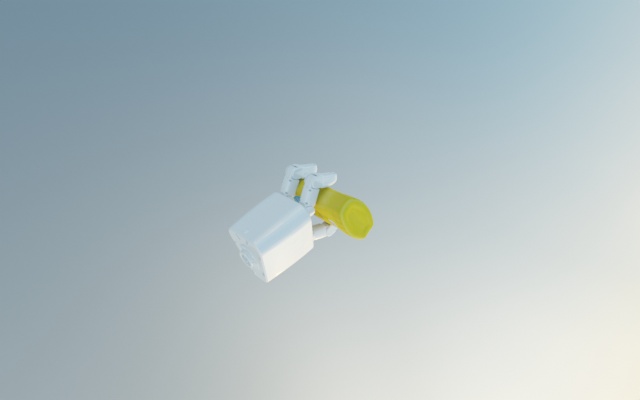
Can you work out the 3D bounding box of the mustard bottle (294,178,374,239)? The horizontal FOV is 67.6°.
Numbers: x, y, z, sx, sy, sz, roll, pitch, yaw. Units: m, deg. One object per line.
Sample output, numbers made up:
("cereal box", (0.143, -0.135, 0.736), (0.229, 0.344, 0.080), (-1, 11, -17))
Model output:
("mustard bottle", (0.001, 0.003, 0.844), (0.191, 0.058, 0.096), (25, -12, 43))
